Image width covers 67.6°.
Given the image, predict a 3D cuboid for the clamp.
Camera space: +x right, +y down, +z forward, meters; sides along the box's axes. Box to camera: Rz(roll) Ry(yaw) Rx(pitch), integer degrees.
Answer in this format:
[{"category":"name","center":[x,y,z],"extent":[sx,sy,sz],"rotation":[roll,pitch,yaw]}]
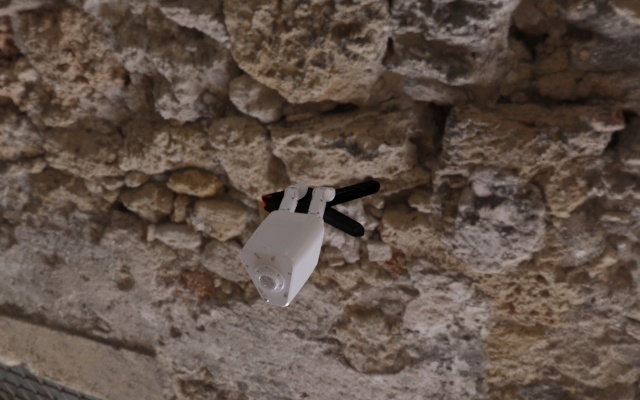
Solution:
[{"category":"clamp","center":[0.000,0.004,0.844],"extent":[0.210,0.036,0.164],"rotation":[6,30,22]}]
